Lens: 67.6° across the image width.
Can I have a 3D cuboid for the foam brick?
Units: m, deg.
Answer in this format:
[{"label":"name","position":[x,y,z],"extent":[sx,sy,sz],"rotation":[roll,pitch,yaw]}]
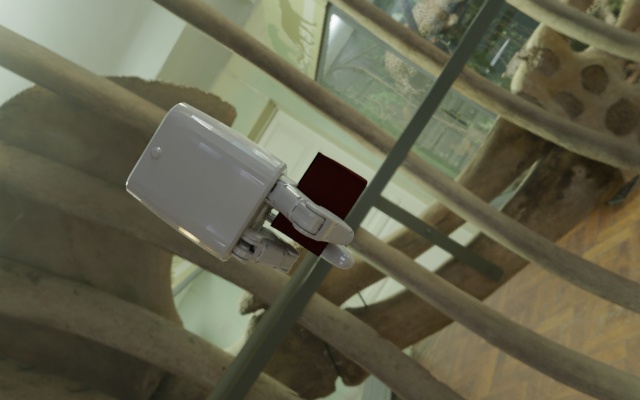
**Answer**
[{"label":"foam brick","position":[0.000,0.001,0.426],"extent":[0.051,0.078,0.053],"rotation":[34,6,1]}]
